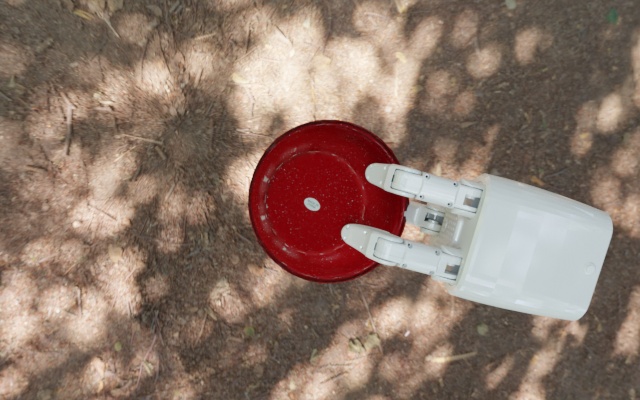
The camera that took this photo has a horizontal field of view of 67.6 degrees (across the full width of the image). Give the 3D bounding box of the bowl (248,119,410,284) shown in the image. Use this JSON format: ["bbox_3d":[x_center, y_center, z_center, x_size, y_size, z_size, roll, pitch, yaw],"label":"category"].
[{"bbox_3d":[-0.001,0.001,0.445,0.162,0.162,0.055,0,1,12],"label":"bowl"}]
